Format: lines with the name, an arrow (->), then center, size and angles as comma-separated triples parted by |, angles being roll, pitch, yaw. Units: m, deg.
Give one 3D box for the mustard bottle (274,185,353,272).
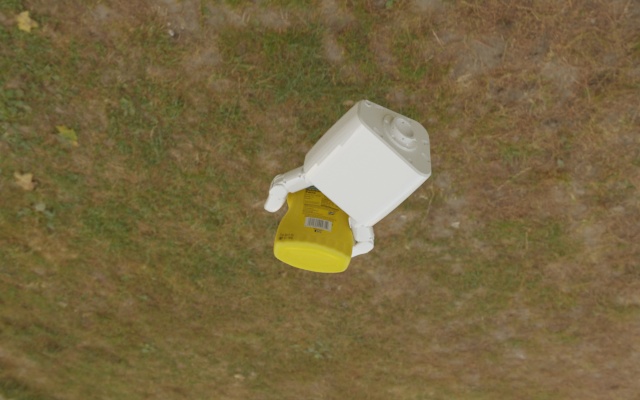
mustard bottle -> 0.000, 0.003, 0.643 | 0.096, 0.191, 0.058 | 11, -43, -2
